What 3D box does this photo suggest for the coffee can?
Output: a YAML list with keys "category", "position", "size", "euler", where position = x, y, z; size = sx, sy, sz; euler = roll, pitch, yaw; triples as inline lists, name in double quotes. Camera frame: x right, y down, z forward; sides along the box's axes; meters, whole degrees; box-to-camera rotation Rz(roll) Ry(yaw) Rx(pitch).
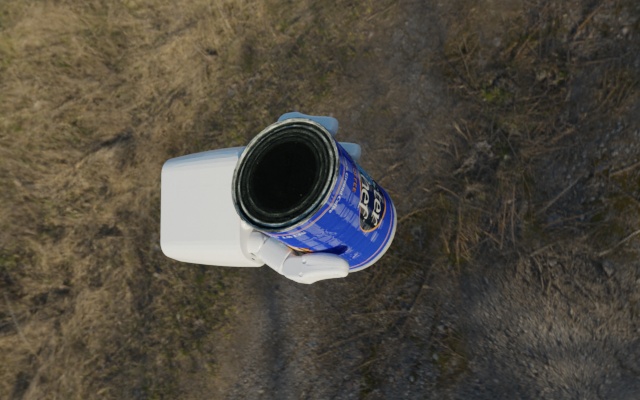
- category: "coffee can"
  position: [0.000, 0.002, 0.447]
  size: [0.103, 0.102, 0.140]
  euler: [0, -20, 29]
